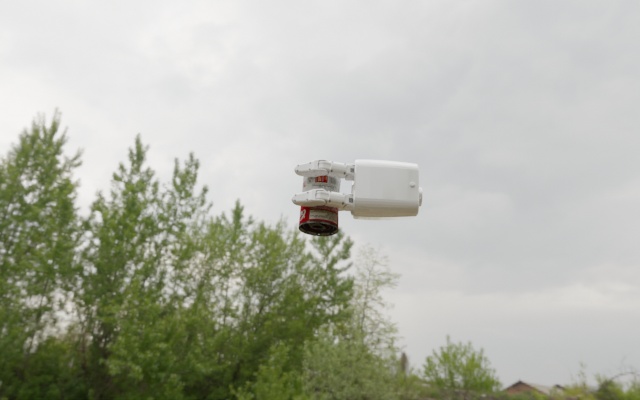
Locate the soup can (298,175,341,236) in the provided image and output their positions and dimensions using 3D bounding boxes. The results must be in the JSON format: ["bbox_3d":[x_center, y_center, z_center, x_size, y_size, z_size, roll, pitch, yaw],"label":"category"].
[{"bbox_3d":[0.000,0.002,0.821,0.068,0.102,0.068,4,-23,2],"label":"soup can"}]
